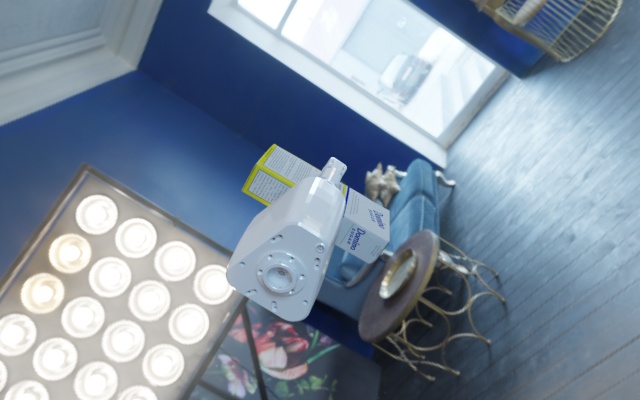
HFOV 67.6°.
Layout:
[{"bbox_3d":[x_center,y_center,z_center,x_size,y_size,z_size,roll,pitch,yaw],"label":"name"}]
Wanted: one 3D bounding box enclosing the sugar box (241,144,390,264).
[{"bbox_3d":[0.000,0.002,0.582,0.176,0.048,0.093,33,23,-5],"label":"sugar box"}]
